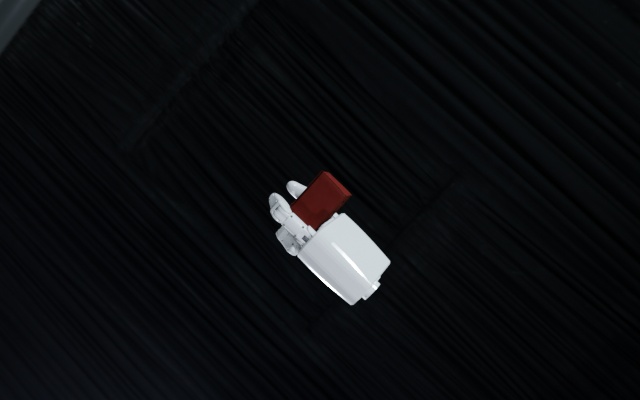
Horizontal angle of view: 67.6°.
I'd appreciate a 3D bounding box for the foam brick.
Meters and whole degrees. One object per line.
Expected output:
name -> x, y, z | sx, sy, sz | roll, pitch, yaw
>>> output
foam brick -> 0.000, 0.002, 0.702 | 0.051, 0.078, 0.053 | 44, 10, 9
